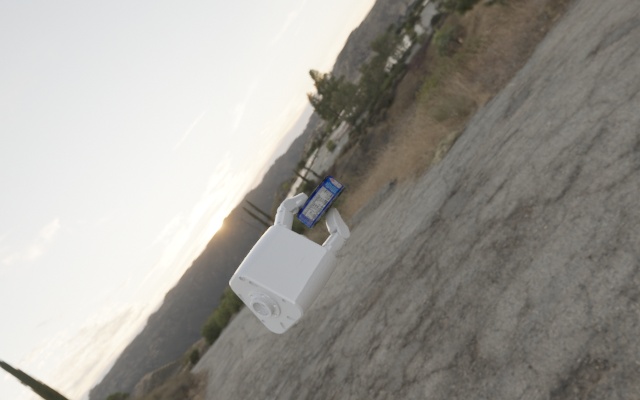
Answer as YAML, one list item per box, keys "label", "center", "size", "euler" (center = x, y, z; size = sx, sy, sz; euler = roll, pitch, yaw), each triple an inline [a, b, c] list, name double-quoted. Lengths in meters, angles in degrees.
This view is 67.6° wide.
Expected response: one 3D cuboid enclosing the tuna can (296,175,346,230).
- label: "tuna can"
  center: [0.000, 0.002, 0.747]
  size: [0.034, 0.086, 0.086]
  euler: [38, 2, 3]
